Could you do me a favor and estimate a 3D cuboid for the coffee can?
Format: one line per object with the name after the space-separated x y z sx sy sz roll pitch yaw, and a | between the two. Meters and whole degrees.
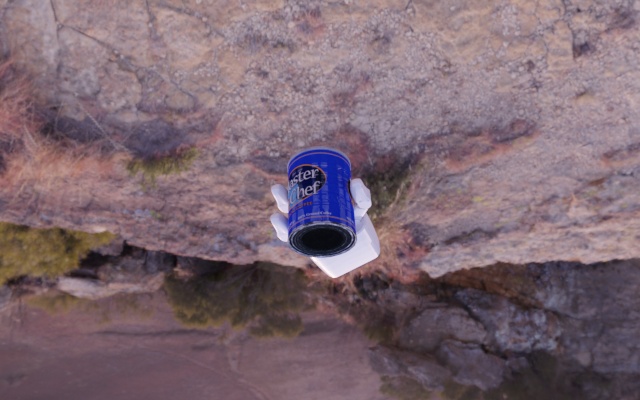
0.000 0.002 0.732 0.103 0.140 0.103 -2 -35 -1 | coffee can
